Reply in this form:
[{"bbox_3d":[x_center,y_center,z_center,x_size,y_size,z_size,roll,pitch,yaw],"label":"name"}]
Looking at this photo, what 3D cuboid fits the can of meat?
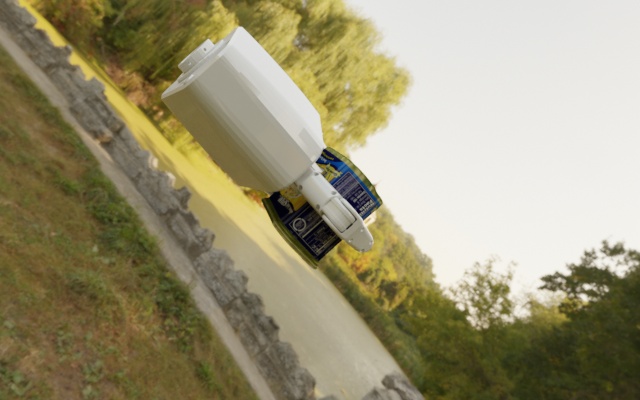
[{"bbox_3d":[0.000,0.001,0.432,0.084,0.057,0.102,-42,22,0],"label":"can of meat"}]
